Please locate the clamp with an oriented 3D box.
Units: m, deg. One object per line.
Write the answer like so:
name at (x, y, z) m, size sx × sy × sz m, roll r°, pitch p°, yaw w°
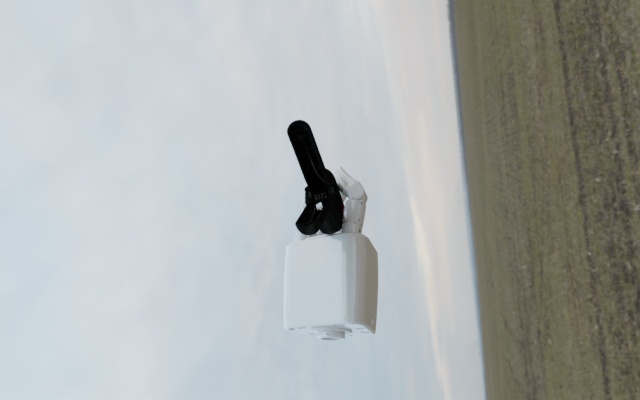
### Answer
clamp at (0.000, 0.002, 0.535) m, size 0.039 × 0.120 × 0.171 m, roll -5°, pitch -25°, yaw 17°
